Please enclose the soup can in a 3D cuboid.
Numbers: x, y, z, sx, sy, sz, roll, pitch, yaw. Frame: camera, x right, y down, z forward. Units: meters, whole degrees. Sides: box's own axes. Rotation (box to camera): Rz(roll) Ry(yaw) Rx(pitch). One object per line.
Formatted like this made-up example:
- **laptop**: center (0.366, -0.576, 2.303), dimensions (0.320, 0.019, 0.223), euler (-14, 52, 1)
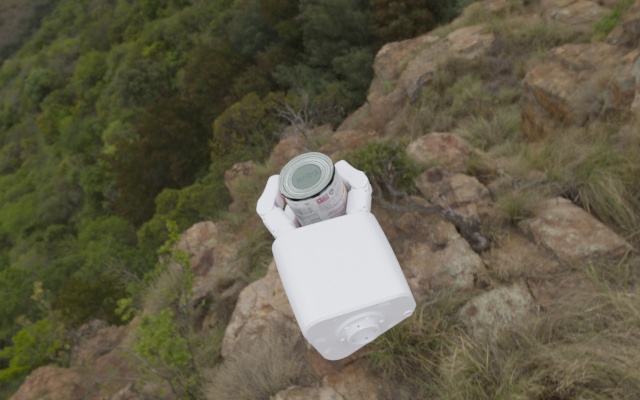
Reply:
- **soup can**: center (0.000, 0.001, 0.553), dimensions (0.068, 0.068, 0.102), euler (0, -36, 24)
